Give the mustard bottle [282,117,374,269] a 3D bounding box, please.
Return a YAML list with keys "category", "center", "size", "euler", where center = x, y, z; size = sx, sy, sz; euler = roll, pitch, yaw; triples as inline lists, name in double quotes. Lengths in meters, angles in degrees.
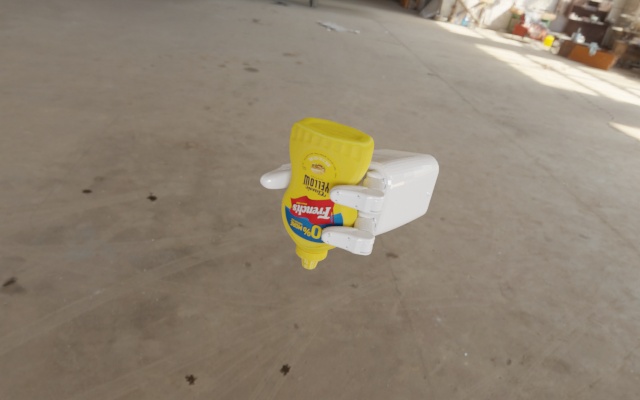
- category: "mustard bottle"
  center: [0.000, 0.002, 0.585]
  size: [0.096, 0.192, 0.058]
  euler: [20, 29, 18]
